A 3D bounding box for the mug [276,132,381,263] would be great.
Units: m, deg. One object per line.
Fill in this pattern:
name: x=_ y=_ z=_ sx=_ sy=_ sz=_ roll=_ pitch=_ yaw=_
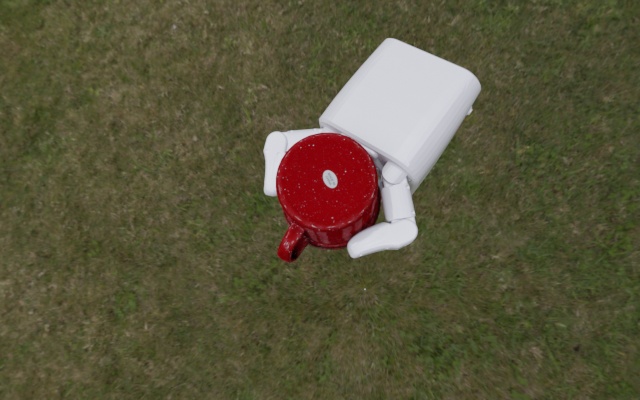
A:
mug: x=-0.001 y=0.002 z=0.407 sx=0.093 sy=0.117 sz=0.081 roll=36 pitch=-7 yaw=10
